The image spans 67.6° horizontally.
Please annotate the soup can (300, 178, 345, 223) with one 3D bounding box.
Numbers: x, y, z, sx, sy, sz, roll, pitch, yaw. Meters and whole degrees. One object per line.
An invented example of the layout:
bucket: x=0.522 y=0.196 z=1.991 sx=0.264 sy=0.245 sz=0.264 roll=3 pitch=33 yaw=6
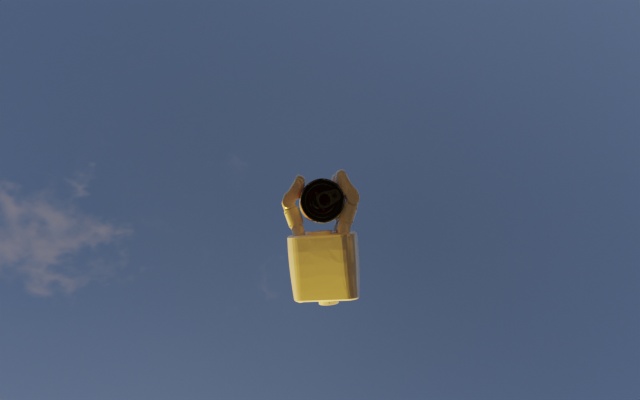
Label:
soup can: x=0.000 y=0.002 z=0.772 sx=0.068 sy=0.068 sz=0.102 roll=0 pitch=-3 yaw=-3
